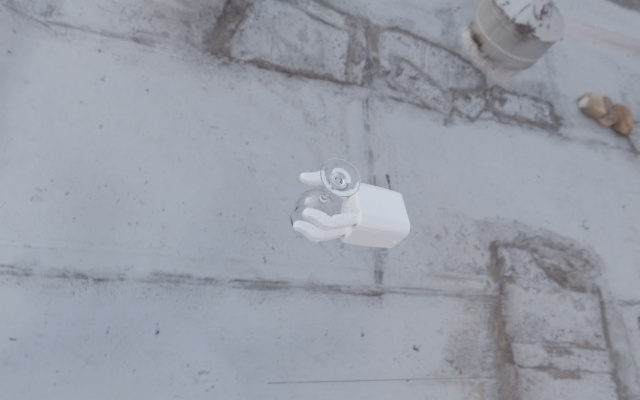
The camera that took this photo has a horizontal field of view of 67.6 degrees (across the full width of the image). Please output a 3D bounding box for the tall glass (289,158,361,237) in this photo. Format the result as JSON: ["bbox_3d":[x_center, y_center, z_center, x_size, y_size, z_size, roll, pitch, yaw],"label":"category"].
[{"bbox_3d":[0.000,0.003,0.891,0.079,0.079,0.201,0,-25,-23],"label":"tall glass"}]
